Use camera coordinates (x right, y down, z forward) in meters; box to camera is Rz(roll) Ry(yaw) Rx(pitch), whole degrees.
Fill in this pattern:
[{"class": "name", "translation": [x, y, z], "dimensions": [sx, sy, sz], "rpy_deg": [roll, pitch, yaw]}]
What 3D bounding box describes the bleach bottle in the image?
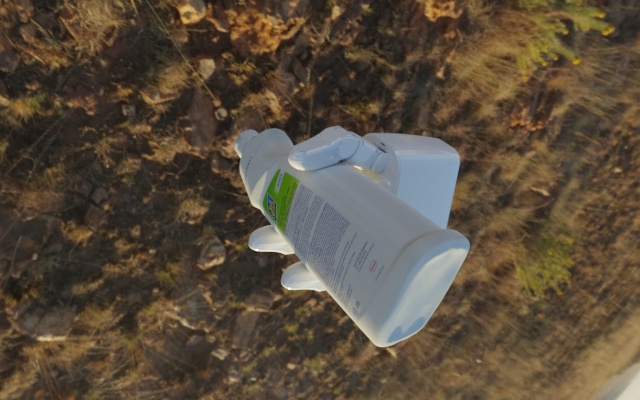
[{"class": "bleach bottle", "translation": [0.000, 0.001, 0.413], "dimensions": [0.068, 0.103, 0.250], "rpy_deg": [-7, 38, -41]}]
